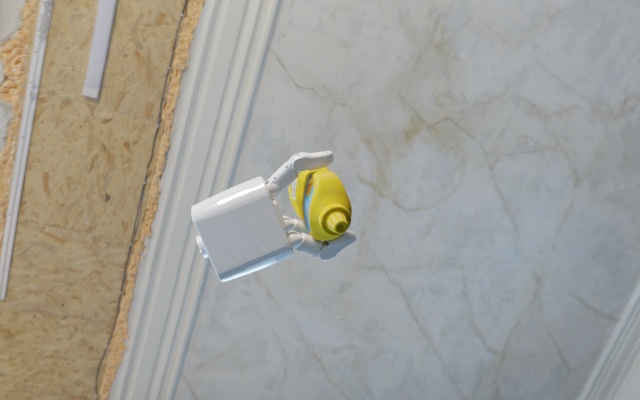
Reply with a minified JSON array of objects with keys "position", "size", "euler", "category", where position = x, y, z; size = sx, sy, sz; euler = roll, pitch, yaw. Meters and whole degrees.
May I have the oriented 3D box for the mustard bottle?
[{"position":[0.000,0.002,0.671],"size":[0.058,0.096,0.191],"euler":[1,19,-16],"category":"mustard bottle"}]
